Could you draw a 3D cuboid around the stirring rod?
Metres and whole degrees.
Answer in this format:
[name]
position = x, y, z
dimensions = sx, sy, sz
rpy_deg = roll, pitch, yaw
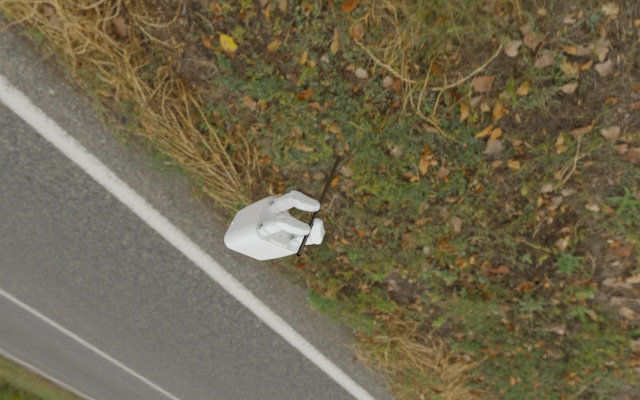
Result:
[stirring rod]
position = 0.000, 0.003, 0.874
dimensions = 0.011, 0.239, 0.011
rpy_deg = 14, -37, 11
